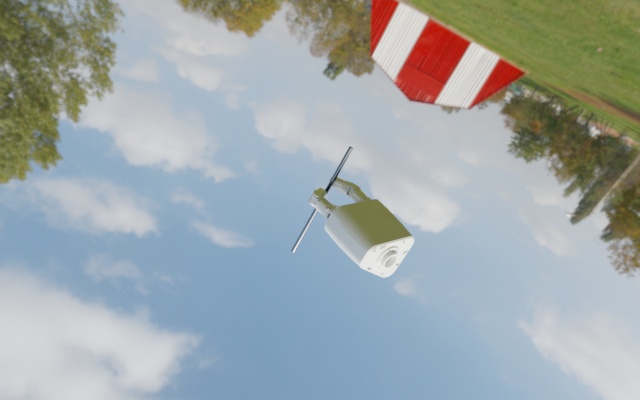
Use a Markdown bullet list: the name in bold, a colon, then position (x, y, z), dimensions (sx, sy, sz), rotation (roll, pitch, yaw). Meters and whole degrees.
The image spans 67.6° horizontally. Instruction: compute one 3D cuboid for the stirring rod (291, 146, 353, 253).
- **stirring rod**: position (0.000, 0.003, 0.895), dimensions (0.011, 0.240, 0.011), rotation (25, 22, -11)
